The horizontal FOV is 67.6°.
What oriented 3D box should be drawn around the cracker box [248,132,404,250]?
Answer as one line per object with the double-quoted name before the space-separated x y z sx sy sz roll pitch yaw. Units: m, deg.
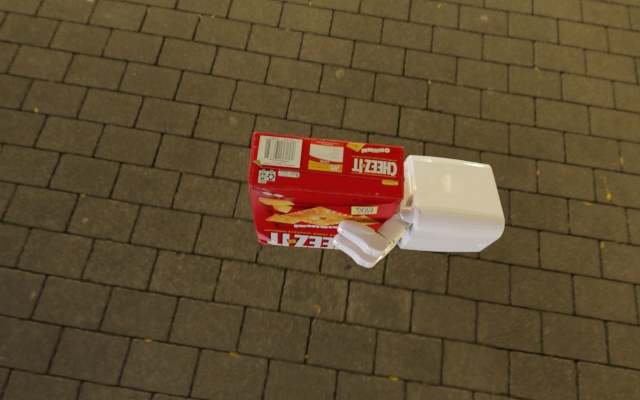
"cracker box" 0.000 0.002 0.592 0.164 0.072 0.214 5 -22 -3
